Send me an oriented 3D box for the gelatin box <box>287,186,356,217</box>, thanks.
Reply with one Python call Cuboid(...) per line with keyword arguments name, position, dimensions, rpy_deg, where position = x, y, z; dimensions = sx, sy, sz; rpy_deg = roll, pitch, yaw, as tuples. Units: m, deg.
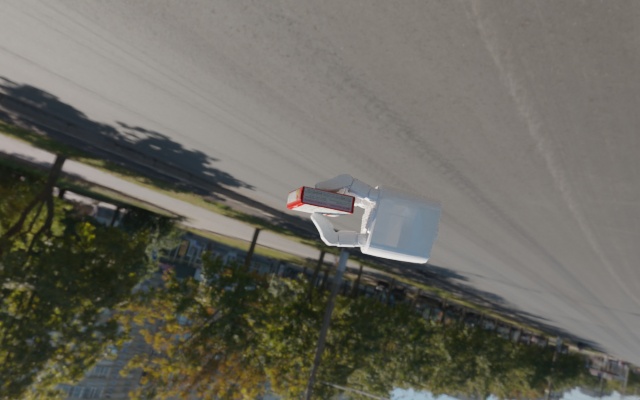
Cuboid(name="gelatin box", position=(0.000, 0.003, 0.754), dimensions=(0.089, 0.030, 0.073), rpy_deg=(11, -10, -19))
